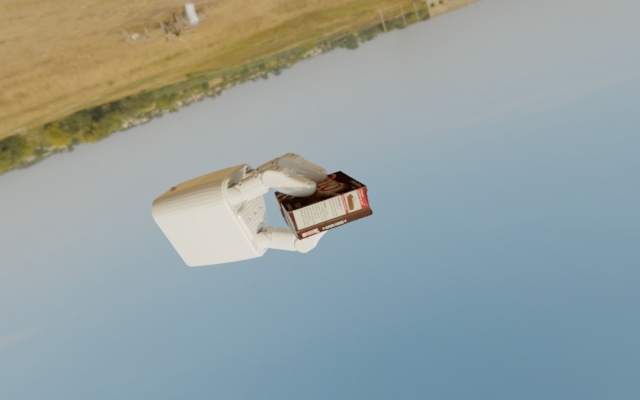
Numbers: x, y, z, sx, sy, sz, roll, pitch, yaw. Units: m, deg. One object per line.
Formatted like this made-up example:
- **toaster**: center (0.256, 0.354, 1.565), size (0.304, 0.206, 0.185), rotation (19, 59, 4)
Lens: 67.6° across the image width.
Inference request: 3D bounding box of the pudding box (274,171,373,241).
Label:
- **pudding box**: center (0.000, 0.002, 0.553), size (0.090, 0.039, 0.113), rotation (-20, 18, -8)
